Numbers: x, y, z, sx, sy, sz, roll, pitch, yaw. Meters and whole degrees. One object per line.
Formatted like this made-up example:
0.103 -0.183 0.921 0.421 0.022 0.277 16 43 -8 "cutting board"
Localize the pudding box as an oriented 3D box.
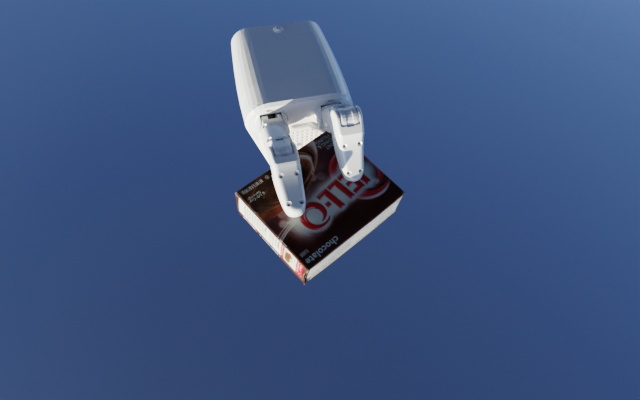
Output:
0.000 0.001 0.404 0.113 0.090 0.039 -38 -21 -22 "pudding box"
